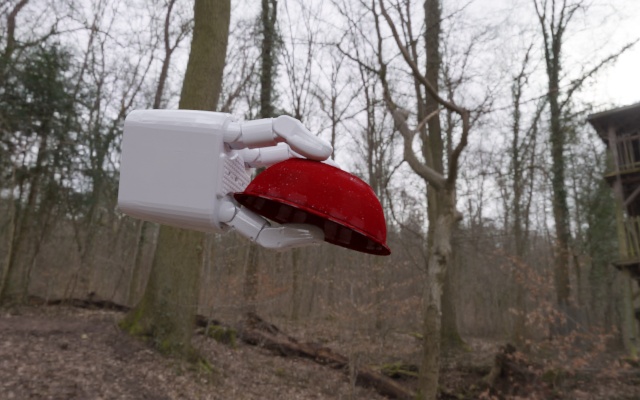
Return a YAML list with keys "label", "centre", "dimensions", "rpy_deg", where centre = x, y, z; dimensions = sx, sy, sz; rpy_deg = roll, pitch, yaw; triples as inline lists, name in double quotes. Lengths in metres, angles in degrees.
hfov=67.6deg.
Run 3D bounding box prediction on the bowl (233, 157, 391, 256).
- label: "bowl"
  centre: [0.001, 0.002, 0.468]
  dimensions: [0.162, 0.055, 0.162]
  rpy_deg: [20, -11, 4]
